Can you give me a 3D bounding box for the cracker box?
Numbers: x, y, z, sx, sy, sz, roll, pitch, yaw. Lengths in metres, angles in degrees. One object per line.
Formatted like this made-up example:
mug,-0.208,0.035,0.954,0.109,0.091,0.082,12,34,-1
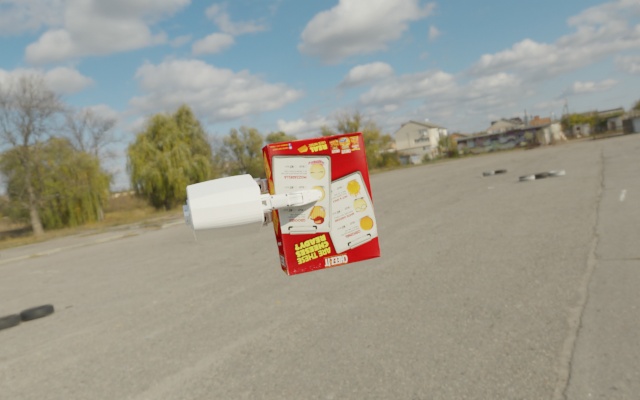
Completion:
cracker box,0.000,0.002,0.805,0.164,0.214,0.072,-10,3,-14
